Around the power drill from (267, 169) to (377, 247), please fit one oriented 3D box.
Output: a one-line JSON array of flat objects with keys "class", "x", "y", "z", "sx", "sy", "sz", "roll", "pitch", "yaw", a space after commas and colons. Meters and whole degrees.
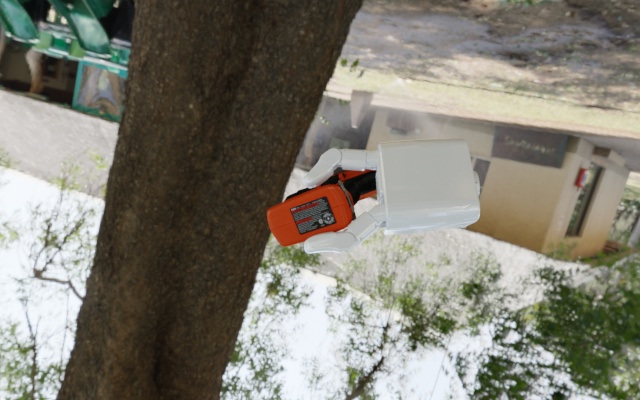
[{"class": "power drill", "x": 0.000, "y": 0.002, "z": 0.652, "sx": 0.184, "sy": 0.057, "sz": 0.187, "roll": -22, "pitch": 7, "yaw": 23}]
